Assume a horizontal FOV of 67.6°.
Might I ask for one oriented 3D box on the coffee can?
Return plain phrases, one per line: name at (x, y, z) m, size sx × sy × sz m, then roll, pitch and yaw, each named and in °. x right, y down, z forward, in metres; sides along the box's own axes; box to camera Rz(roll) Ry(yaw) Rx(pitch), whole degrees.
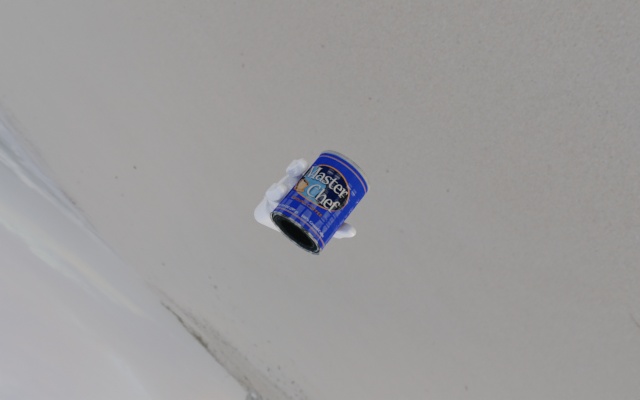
coffee can at (0.000, 0.002, 0.779) m, size 0.103 × 0.140 × 0.103 m, roll 34°, pitch -21°, yaw 14°
